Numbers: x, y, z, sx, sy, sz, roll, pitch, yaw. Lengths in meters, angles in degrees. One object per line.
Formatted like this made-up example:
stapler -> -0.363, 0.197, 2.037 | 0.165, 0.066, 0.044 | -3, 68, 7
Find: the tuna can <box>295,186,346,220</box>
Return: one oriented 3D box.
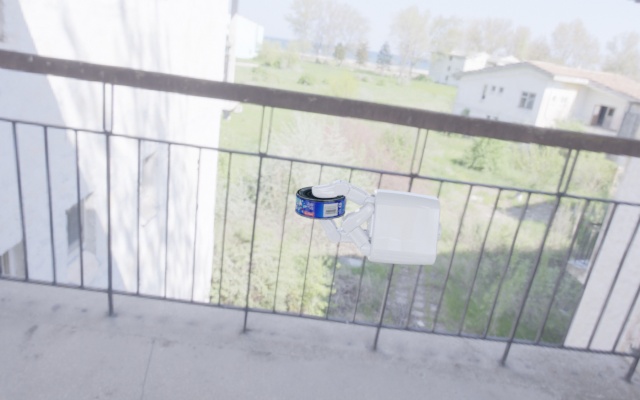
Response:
tuna can -> 0.000, 0.002, 0.805 | 0.086, 0.034, 0.086 | 2, 18, -1
